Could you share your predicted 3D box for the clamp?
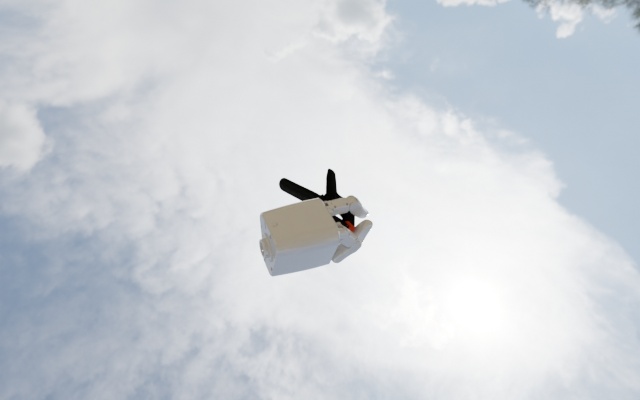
[{"bbox_3d":[0.000,0.003,0.871,0.120,0.039,0.171,-12,44,-20],"label":"clamp"}]
